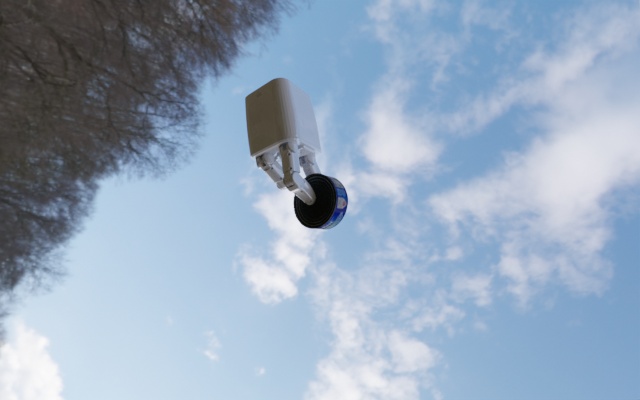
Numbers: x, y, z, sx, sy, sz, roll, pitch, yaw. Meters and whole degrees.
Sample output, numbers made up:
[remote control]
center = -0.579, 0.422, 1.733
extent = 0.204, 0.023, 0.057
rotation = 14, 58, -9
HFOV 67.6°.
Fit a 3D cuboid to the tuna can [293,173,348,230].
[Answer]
[tuna can]
center = 0.000, 0.003, 0.740
extent = 0.086, 0.086, 0.034
rotation = 0, -7, 39
